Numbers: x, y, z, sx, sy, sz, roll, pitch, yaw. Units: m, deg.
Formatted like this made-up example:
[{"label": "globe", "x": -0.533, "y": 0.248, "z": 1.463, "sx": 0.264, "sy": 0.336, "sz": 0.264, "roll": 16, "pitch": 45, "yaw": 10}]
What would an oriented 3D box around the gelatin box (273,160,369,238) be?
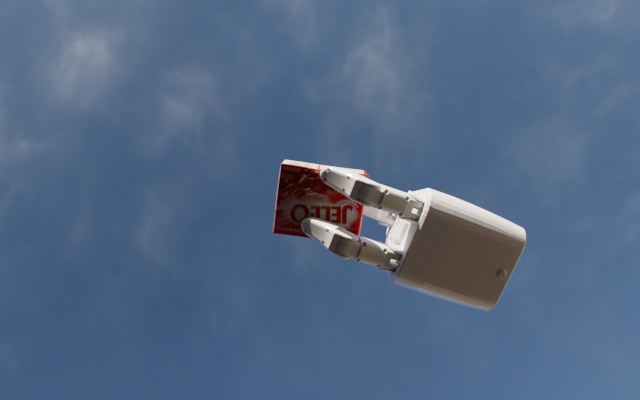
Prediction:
[{"label": "gelatin box", "x": 0.000, "y": 0.001, "z": 0.487, "sx": 0.089, "sy": 0.073, "sz": 0.030, "roll": 8, "pitch": 12, "yaw": 2}]
